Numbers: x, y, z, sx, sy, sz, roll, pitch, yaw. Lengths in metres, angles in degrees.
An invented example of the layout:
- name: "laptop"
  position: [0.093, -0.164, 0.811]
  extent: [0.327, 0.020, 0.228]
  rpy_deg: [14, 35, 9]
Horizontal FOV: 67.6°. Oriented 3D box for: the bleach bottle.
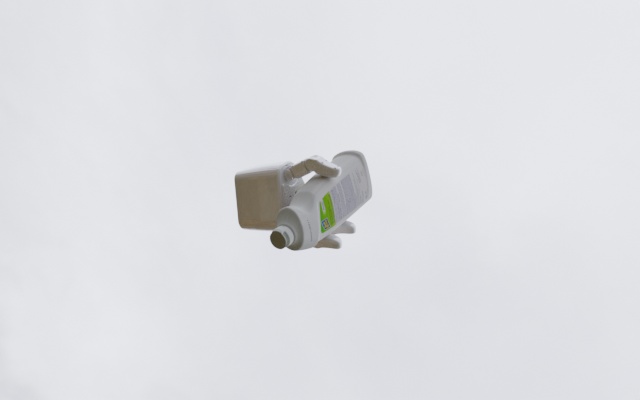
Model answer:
- name: "bleach bottle"
  position: [0.000, 0.003, 0.767]
  extent: [0.068, 0.102, 0.250]
  rpy_deg: [-5, 19, 34]
